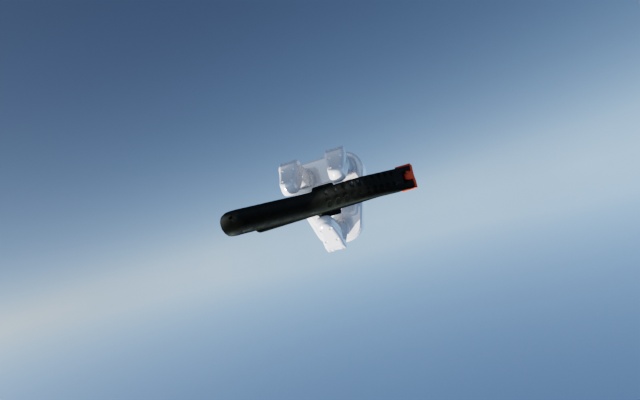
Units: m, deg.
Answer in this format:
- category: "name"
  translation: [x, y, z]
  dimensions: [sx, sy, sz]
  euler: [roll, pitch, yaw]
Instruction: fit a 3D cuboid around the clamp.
- category: "clamp"
  translation: [0.001, 0.002, 0.520]
  dimensions: [0.210, 0.036, 0.164]
  euler: [-16, -2, 10]
